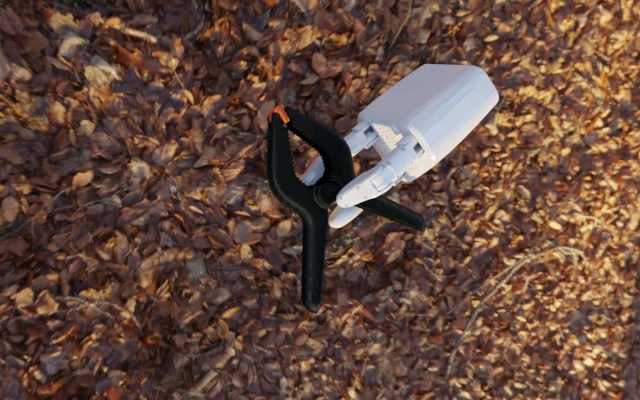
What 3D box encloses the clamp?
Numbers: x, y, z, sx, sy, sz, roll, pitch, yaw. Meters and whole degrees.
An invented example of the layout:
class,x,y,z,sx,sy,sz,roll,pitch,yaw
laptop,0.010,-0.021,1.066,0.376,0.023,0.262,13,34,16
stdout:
class,x,y,z,sx,sy,sz,roll,pitch,yaw
clamp,0.000,0.001,0.497,0.164,0.210,0.036,-42,15,-15
